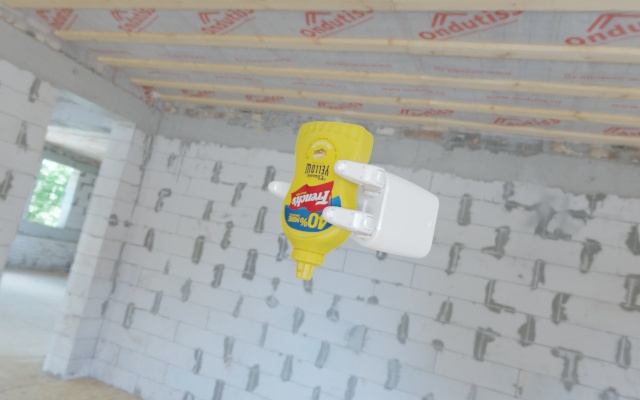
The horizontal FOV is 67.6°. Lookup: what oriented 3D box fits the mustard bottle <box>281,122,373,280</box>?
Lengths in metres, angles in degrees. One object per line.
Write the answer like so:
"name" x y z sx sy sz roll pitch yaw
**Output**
"mustard bottle" 0.000 0.002 0.585 0.096 0.191 0.058 8 -9 30
